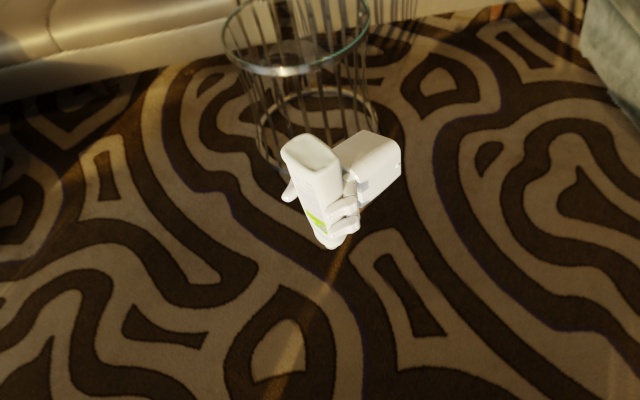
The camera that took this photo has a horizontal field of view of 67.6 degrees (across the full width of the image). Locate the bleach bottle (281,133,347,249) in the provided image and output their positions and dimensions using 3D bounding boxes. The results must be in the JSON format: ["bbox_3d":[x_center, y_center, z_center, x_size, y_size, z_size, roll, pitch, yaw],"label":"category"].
[{"bbox_3d":[0.000,0.003,0.854,0.068,0.251,0.102,-37,55,-19],"label":"bleach bottle"}]
